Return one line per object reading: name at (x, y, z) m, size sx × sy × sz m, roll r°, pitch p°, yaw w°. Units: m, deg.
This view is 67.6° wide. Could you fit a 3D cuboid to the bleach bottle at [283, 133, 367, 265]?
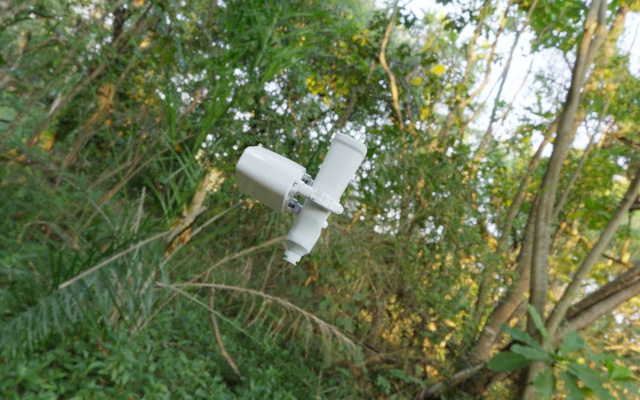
bleach bottle at (0.000, 0.003, 0.895) m, size 0.068 × 0.251 × 0.102 m, roll 27°, pitch -7°, yaw 3°
